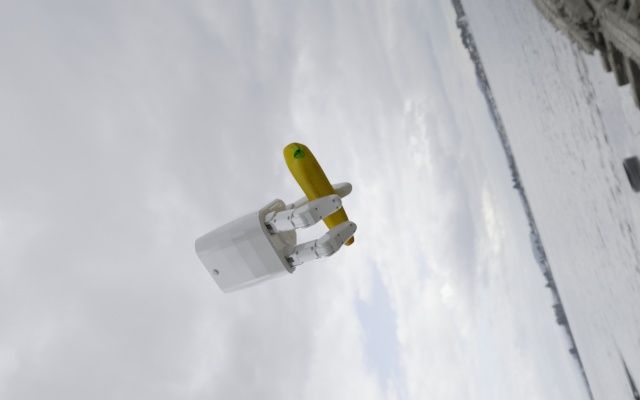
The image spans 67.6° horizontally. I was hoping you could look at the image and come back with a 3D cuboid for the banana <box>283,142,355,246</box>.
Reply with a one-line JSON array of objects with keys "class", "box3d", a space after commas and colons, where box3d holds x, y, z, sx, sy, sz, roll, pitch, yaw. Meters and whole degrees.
[{"class": "banana", "box3d": [-0.005, -0.013, 0.620, 0.037, 0.069, 0.198, -24, -43, 9]}]
